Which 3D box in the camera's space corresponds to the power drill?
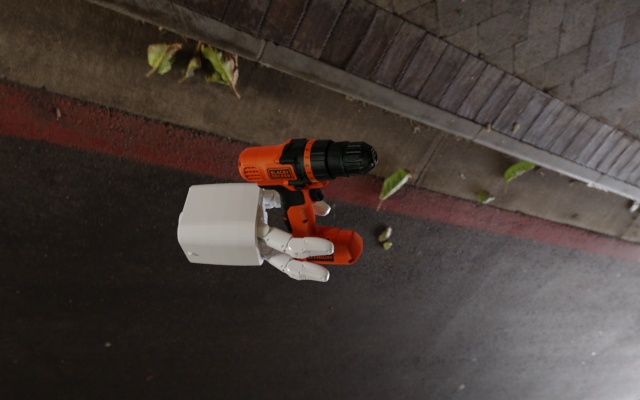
[{"bbox_3d":[0.000,0.002,0.636,0.184,0.188,0.057,0,39,25],"label":"power drill"}]
